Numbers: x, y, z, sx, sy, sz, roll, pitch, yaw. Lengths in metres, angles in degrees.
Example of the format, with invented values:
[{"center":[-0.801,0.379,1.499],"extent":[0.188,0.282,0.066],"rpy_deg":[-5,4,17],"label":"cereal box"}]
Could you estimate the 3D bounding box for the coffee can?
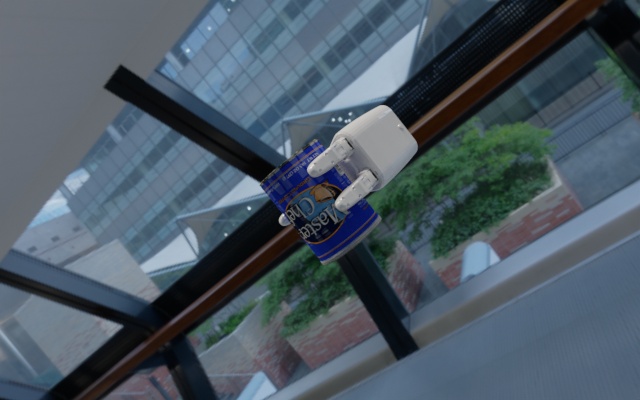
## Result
[{"center":[0.000,0.002,0.652],"extent":[0.103,0.140,0.103],"rpy_deg":[-39,2,2],"label":"coffee can"}]
